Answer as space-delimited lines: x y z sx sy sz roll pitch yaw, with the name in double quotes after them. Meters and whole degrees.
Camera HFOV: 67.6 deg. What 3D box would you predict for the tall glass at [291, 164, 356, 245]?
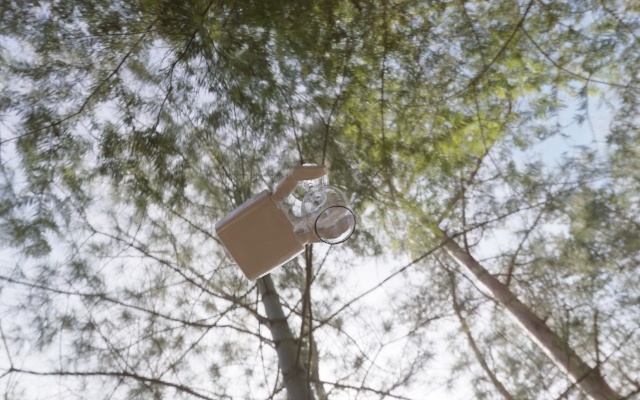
0.000 0.002 0.778 0.079 0.079 0.201 0 20 -14 "tall glass"
